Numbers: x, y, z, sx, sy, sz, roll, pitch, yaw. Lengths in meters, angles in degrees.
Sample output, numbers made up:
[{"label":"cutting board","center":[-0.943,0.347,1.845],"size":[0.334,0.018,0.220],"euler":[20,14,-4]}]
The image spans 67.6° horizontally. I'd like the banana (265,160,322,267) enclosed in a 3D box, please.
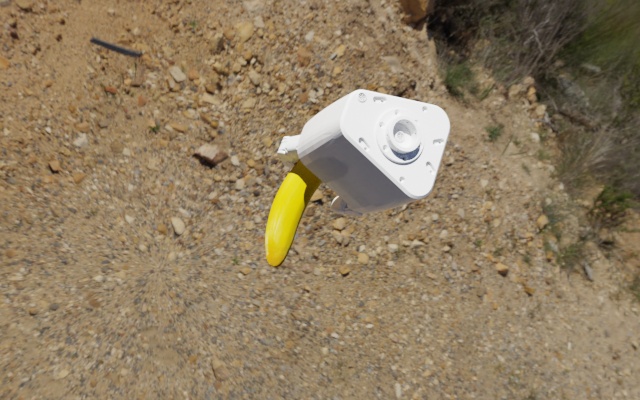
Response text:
[{"label":"banana","center":[-0.010,-0.014,0.561],"size":[0.197,0.069,0.037],"euler":[-48,15,-21]}]
